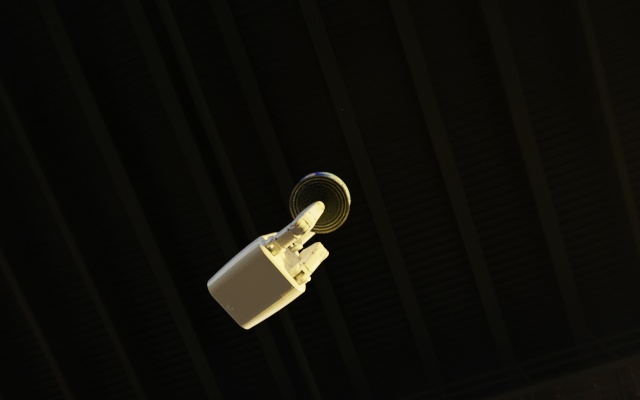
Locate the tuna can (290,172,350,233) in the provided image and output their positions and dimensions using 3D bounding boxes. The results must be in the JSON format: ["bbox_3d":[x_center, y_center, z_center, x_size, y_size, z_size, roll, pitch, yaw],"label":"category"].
[{"bbox_3d":[0.000,0.002,0.694,0.086,0.086,0.033,0,14,7],"label":"tuna can"}]
